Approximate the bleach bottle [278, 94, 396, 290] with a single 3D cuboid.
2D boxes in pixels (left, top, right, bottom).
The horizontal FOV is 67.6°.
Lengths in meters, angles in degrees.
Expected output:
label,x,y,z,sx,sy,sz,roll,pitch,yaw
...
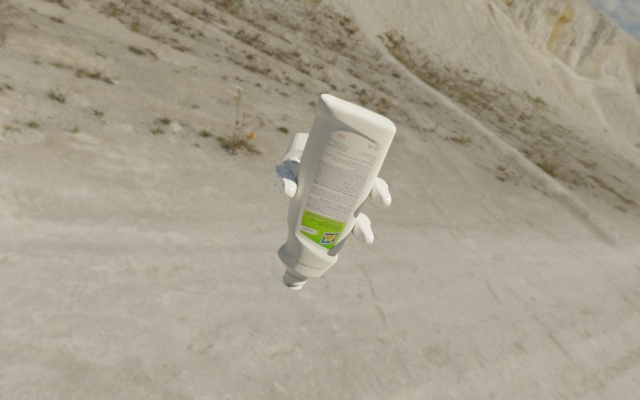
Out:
label,x,y,z,sx,sy,sz,roll,pitch,yaw
bleach bottle,0.000,0.002,0.605,0.102,0.251,0.068,20,20,-8
